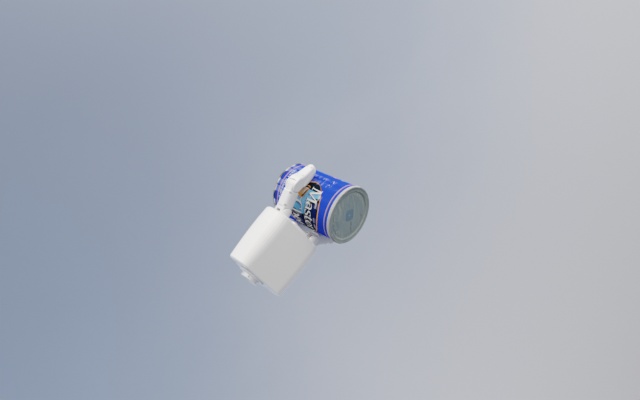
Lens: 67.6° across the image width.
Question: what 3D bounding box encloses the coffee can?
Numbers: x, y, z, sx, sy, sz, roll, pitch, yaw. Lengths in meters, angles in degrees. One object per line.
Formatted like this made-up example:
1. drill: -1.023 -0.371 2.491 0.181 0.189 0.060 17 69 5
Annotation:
1. coffee can: 0.000 0.003 0.847 0.140 0.103 0.103 25 16 38
